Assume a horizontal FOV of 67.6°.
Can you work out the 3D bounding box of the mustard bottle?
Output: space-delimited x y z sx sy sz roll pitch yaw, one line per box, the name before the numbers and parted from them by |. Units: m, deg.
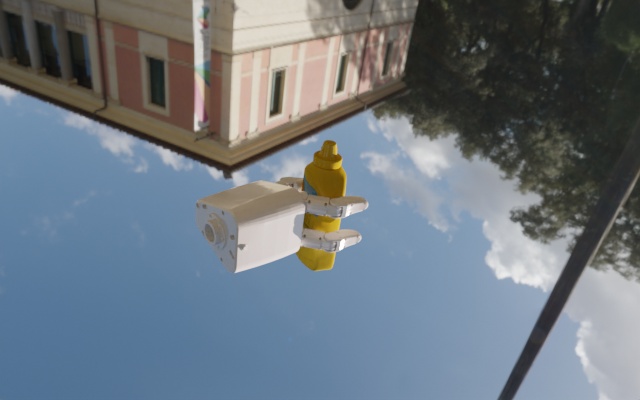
mustard bottle | 0.000 0.002 0.706 0.058 0.192 0.096 -2 31 -19
